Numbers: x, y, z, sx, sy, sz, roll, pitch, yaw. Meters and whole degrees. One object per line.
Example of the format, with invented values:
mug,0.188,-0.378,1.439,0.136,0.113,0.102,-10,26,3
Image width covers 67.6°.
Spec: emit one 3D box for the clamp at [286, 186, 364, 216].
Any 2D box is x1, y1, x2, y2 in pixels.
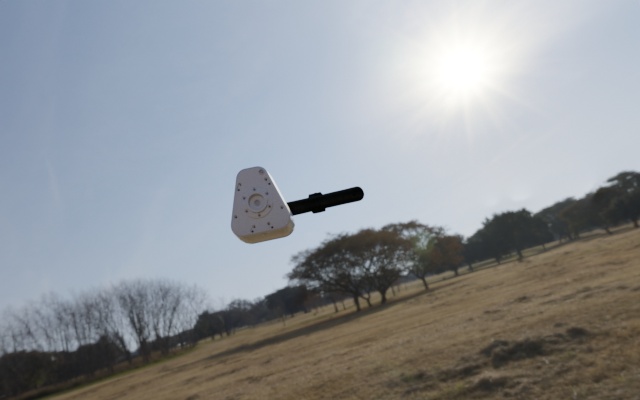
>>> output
clamp,0.000,0.002,0.835,0.171,0.039,0.120,-15,-5,-4
